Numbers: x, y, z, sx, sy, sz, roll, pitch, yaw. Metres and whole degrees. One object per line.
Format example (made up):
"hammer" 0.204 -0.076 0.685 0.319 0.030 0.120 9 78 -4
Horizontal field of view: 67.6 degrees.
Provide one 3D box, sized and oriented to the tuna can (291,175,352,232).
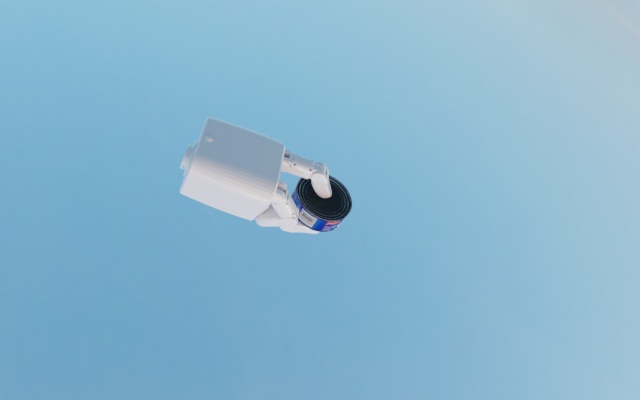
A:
"tuna can" 0.000 0.003 0.690 0.086 0.086 0.034 0 -35 -29
